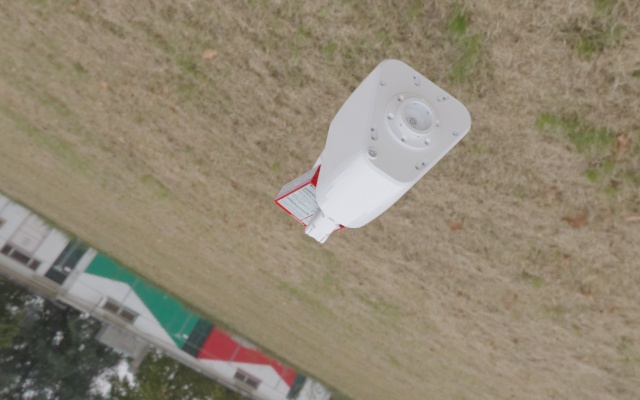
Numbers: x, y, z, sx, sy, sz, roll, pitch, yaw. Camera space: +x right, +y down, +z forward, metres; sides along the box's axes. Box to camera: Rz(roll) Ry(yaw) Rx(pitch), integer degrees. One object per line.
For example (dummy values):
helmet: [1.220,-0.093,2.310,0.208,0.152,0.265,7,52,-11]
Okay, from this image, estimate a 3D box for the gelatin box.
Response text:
gelatin box: [0.000,0.002,0.542,0.073,0.030,0.089,38,-33,-18]
